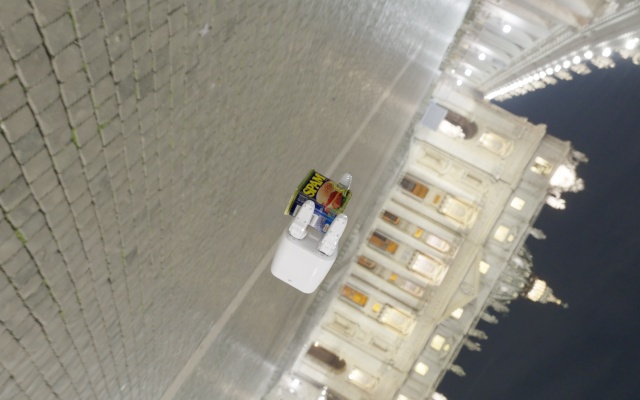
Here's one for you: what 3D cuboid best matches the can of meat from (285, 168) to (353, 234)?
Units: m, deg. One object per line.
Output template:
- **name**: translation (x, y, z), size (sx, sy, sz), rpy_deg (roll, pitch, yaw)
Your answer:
- **can of meat**: translation (0.000, 0.003, 0.800), size (0.084, 0.057, 0.102), rpy_deg (29, 36, 3)
